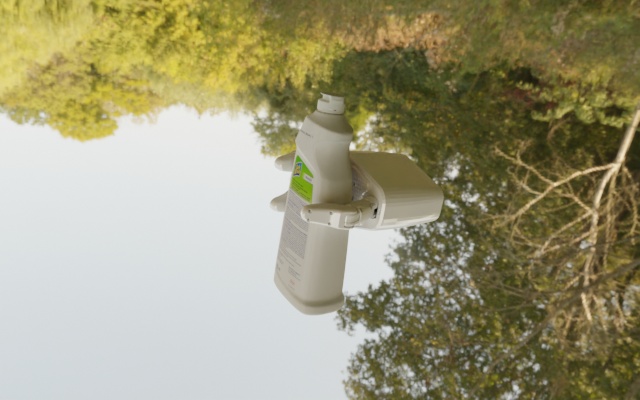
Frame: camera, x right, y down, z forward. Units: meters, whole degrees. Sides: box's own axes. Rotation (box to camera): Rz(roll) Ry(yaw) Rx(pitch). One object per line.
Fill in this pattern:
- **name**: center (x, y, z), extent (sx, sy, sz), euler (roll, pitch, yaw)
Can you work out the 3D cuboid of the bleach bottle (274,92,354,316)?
- **bleach bottle**: center (0.000, 0.002, 0.565), extent (0.068, 0.251, 0.102), euler (-4, 23, -33)
